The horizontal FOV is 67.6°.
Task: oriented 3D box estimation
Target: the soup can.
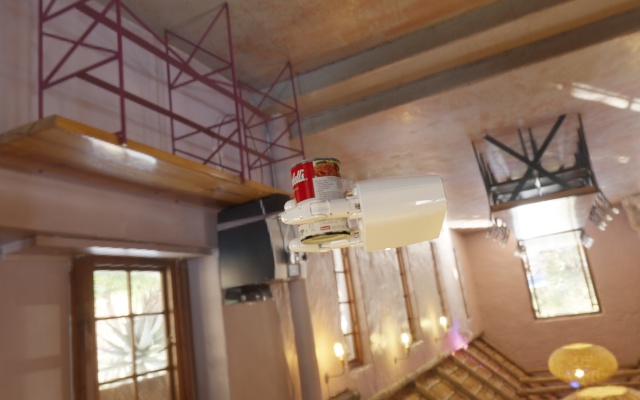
[{"bbox_3d":[0.000,0.002,0.631,0.068,0.102,0.068,-8,-13,-2],"label":"soup can"}]
